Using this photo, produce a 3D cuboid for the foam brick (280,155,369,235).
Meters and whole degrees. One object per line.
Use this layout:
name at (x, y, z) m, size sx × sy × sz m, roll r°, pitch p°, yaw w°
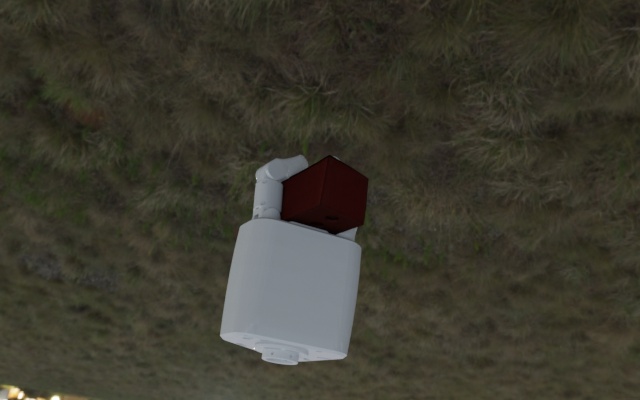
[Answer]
foam brick at (0.000, 0.001, 0.455) m, size 0.053 × 0.051 × 0.078 m, roll 26°, pitch -32°, yaw -30°
